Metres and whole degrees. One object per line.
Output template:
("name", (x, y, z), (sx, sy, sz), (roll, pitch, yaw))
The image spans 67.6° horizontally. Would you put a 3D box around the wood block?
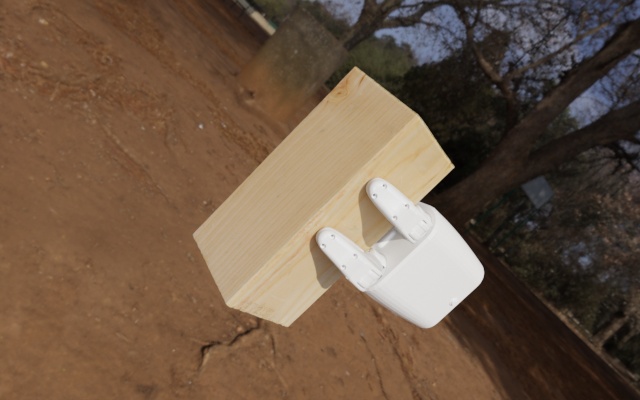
("wood block", (0.000, 0.001, 0.420), (0.090, 0.206, 0.090), (37, 11, -49))
